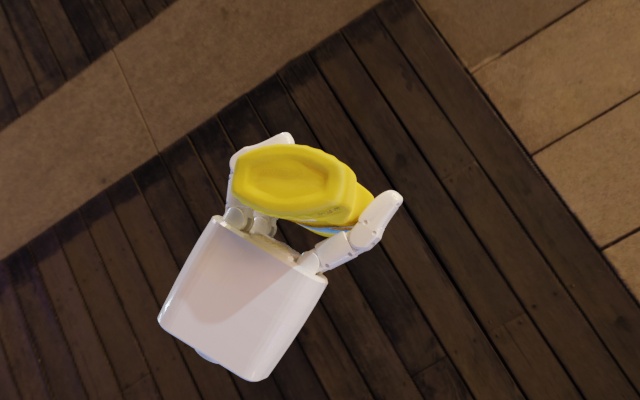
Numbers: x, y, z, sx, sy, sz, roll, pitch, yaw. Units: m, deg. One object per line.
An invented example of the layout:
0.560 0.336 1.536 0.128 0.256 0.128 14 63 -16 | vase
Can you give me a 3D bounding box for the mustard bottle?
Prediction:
0.000 0.001 0.449 0.096 0.058 0.192 4 -10 18 | mustard bottle
